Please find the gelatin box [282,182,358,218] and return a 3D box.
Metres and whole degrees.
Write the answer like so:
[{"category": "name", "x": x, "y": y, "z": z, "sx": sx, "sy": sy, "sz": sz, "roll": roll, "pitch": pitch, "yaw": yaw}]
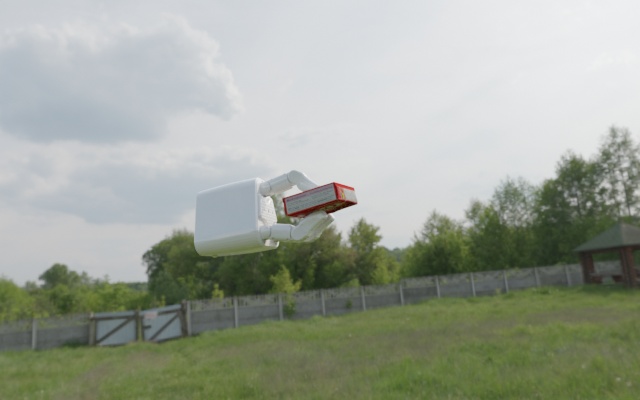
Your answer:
[{"category": "gelatin box", "x": 0.000, "y": 0.002, "z": 0.705, "sx": 0.089, "sy": 0.030, "sz": 0.073, "roll": -18, "pitch": -13, "yaw": 24}]
